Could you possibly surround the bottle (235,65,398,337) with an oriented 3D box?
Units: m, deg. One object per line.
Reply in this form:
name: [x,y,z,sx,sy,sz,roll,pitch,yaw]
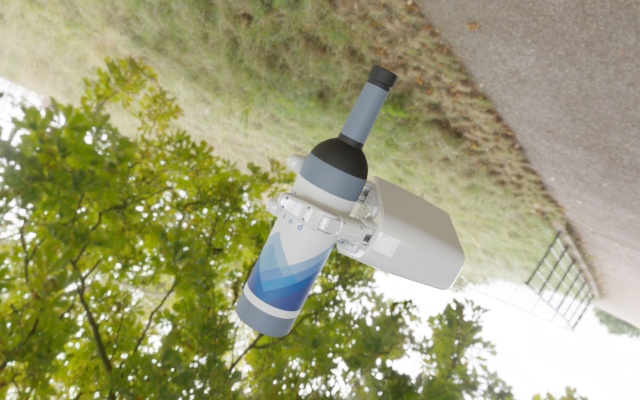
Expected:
bottle: [0.000,0.002,0.499,0.069,0.296,0.069,25,12,-6]
